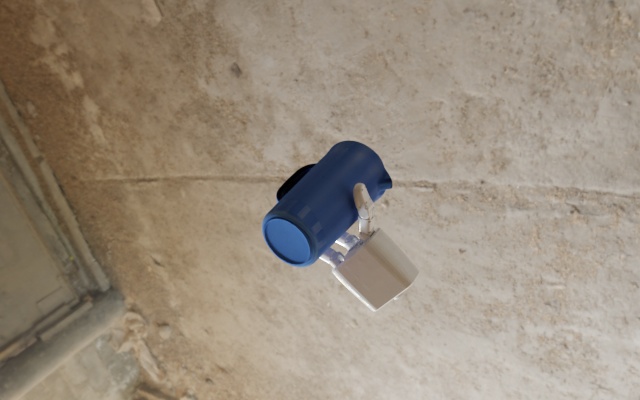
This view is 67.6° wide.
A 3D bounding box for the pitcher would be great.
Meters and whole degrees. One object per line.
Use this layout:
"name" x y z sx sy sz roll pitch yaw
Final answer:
"pitcher" 0.000 0.003 0.832 0.149 0.145 0.242 -40 3 46
